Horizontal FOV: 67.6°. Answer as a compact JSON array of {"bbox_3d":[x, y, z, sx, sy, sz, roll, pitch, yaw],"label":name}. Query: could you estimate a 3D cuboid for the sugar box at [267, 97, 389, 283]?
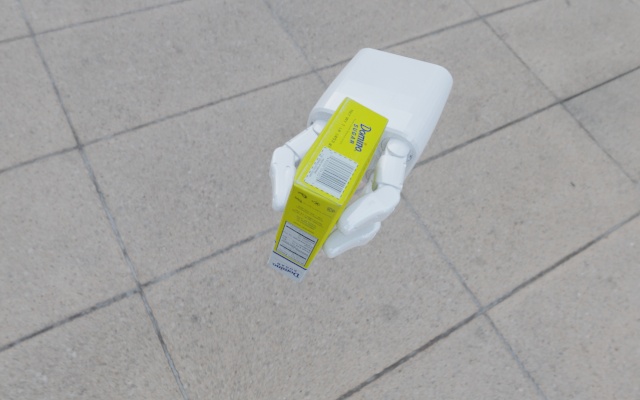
[{"bbox_3d":[0.001,0.001,0.424,0.048,0.093,0.176,28,-29,5],"label":"sugar box"}]
